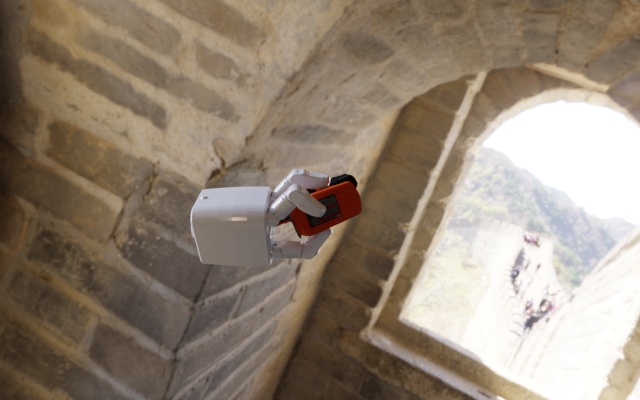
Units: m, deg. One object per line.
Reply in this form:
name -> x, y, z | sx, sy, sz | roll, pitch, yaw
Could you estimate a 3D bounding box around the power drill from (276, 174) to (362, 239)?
power drill -> 0.000, 0.003, 0.776 | 0.184, 0.057, 0.187 | -24, 8, -13
